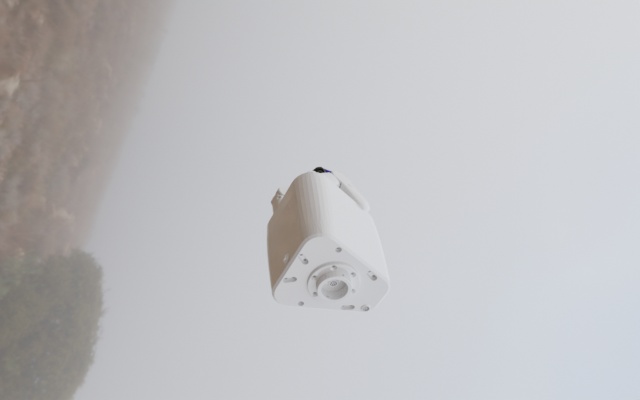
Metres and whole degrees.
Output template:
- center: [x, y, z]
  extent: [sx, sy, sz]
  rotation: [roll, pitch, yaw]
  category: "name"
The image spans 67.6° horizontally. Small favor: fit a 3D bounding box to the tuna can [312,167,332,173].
- center: [0.001, 0.002, 0.614]
  extent: [0.034, 0.086, 0.086]
  rotation: [18, -7, -21]
  category: "tuna can"
